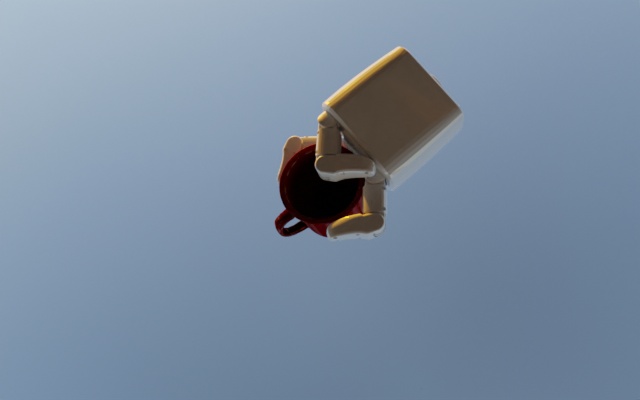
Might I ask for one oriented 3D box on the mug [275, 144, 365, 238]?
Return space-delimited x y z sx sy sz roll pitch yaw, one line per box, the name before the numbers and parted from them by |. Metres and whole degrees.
mug | -0.001 0.003 0.539 0.117 0.093 0.081 -40 -23 -3
